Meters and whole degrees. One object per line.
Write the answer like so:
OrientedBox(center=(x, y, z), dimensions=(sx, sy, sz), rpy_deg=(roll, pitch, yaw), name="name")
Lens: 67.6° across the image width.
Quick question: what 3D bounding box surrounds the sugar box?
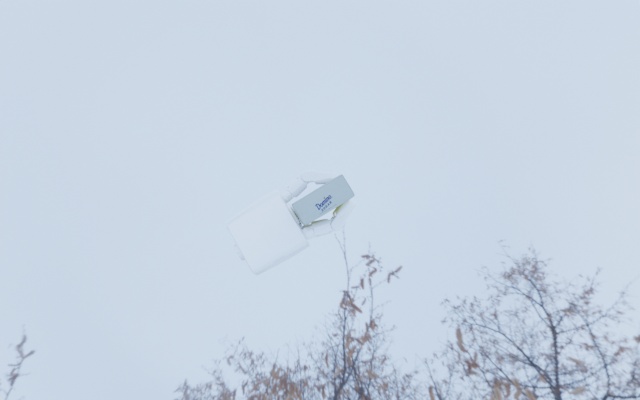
OrientedBox(center=(0.000, 0.003, 0.805), dimensions=(0.093, 0.048, 0.176), rpy_deg=(-31, 2, -3), name="sugar box")
